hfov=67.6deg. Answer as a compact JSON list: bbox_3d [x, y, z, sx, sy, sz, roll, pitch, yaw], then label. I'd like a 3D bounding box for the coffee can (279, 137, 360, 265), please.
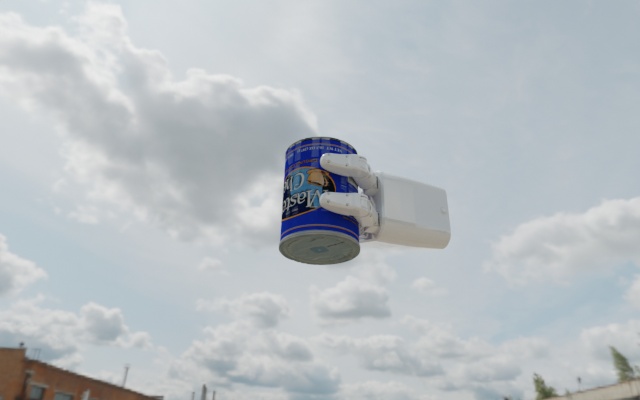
[{"bbox_3d":[0.000,0.002,0.631,0.103,0.140,0.103,1,-27,1],"label":"coffee can"}]
